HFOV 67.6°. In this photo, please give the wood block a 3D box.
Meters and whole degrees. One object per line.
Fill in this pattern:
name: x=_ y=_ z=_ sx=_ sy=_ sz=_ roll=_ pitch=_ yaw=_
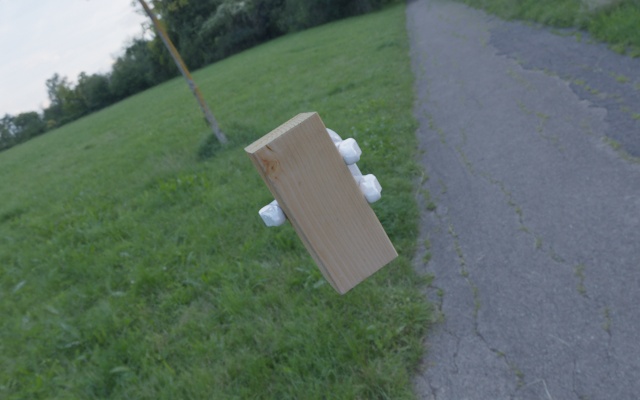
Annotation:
wood block: x=0.000 y=0.002 z=0.603 sx=0.091 sy=0.206 sz=0.090 roll=-34 pitch=16 yaw=-8
